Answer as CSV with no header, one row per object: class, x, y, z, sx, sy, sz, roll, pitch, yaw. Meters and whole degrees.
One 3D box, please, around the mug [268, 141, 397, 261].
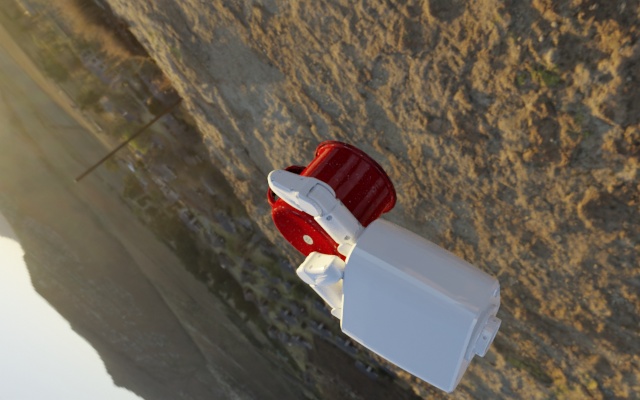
mug,-0.001,0.001,0.447,0.117,0.081,0.093,26,-29,28
